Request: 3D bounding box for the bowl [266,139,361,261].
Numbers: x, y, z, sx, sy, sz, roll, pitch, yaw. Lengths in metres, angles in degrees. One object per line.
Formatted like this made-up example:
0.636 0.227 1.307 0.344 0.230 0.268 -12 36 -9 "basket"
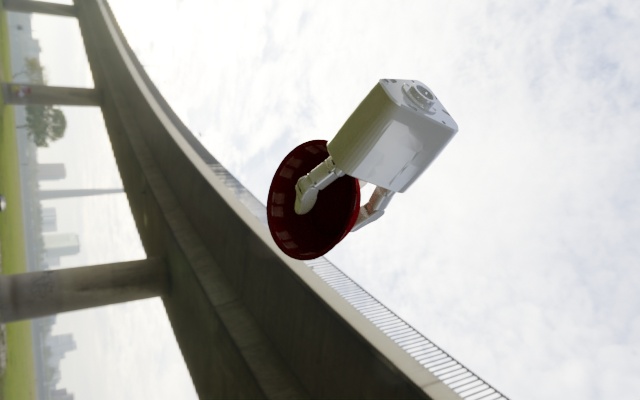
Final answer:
-0.001 0.003 0.642 0.162 0.162 0.055 0 -10 42 "bowl"
